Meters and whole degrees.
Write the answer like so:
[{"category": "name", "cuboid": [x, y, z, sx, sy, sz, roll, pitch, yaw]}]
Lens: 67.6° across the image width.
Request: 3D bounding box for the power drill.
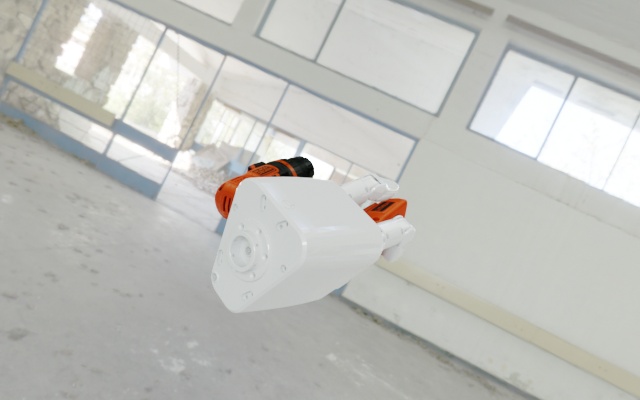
[{"category": "power drill", "cuboid": [0.000, 0.002, 0.557, 0.187, 0.057, 0.184, 18, 25, 22]}]
